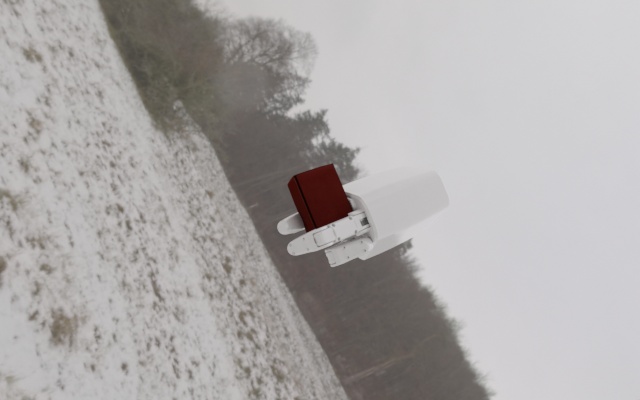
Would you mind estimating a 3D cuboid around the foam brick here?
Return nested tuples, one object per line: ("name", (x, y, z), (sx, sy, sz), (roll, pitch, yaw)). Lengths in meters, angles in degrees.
("foam brick", (0.000, 0.002, 0.577), (0.051, 0.078, 0.053), (-22, -2, -15))
